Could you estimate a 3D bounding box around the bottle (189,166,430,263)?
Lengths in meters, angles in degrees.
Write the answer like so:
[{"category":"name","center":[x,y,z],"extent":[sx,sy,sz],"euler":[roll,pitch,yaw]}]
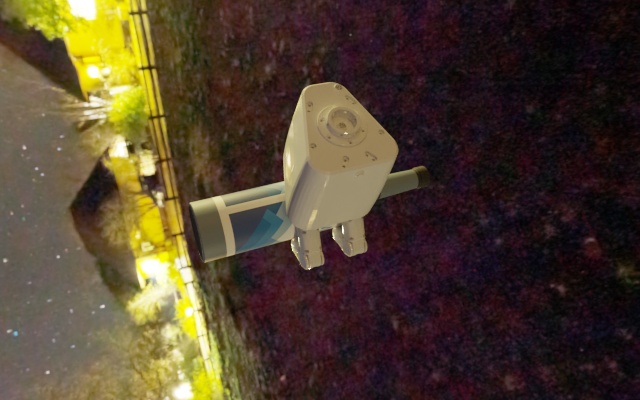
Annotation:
[{"category":"bottle","center":[0.000,0.002,0.565],"extent":[0.295,0.069,0.069],"euler":[-14,5,-20]}]
